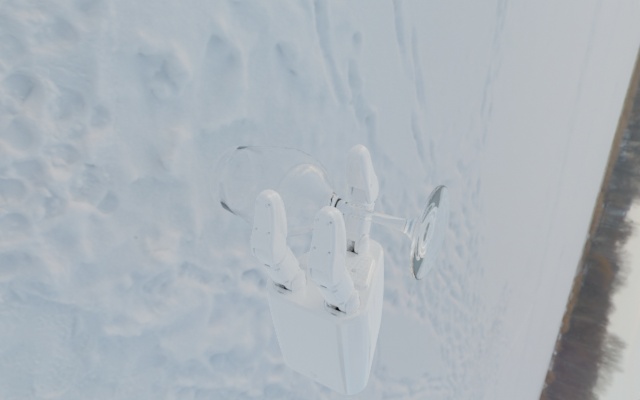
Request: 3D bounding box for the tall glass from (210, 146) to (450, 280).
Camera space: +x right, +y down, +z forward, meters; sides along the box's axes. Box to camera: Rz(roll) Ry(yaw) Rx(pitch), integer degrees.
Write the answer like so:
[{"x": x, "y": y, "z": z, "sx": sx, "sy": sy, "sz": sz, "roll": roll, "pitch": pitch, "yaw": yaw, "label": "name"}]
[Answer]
[{"x": 0.001, "y": 0.001, "z": 0.406, "sx": 0.201, "sy": 0.079, "sz": 0.079, "roll": 16, "pitch": 8, "yaw": 29, "label": "tall glass"}]
